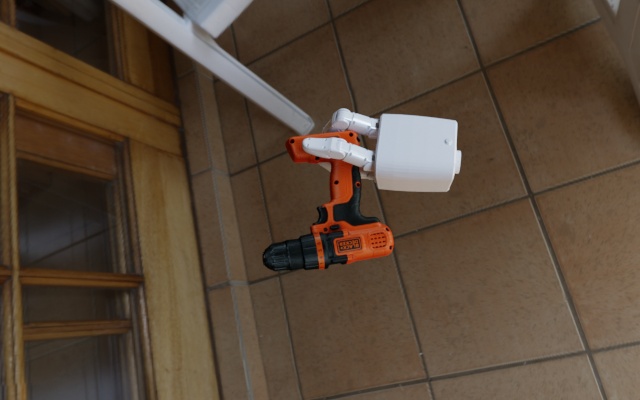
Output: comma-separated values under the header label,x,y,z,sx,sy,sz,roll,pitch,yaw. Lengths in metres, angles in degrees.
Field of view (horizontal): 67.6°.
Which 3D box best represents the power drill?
label,x,y,z,sx,sy,sz,roll,pitch,yaw
power drill,0.000,0.002,0.677,0.184,0.187,0.057,-8,-6,-8
